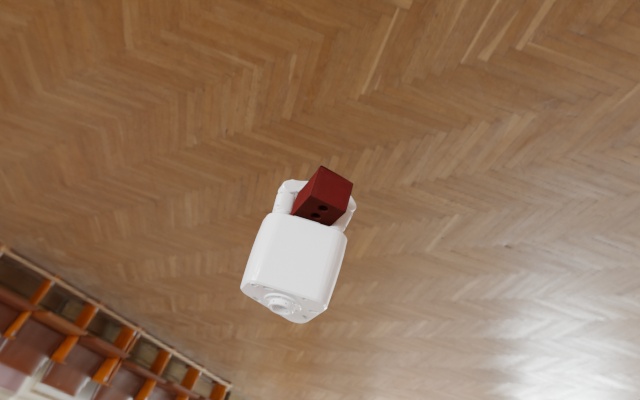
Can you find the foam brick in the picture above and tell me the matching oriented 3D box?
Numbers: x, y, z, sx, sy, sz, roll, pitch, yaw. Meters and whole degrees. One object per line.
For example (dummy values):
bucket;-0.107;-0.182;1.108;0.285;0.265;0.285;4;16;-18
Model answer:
foam brick;0.000;0.002;0.640;0.053;0.051;0.078;27;-37;-12
